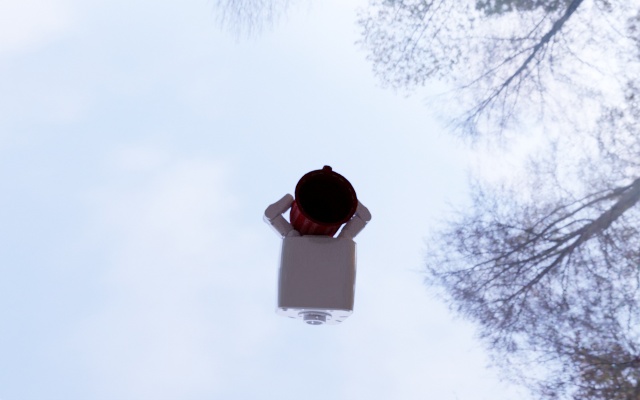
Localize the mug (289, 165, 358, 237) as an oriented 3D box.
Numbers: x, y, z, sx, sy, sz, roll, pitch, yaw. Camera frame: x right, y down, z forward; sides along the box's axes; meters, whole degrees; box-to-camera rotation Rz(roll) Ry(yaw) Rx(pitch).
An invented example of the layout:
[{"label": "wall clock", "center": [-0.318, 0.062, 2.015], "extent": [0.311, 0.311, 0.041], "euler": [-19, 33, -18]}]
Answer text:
[{"label": "mug", "center": [0.000, 0.001, 0.715], "extent": [0.093, 0.117, 0.081], "euler": [10, -29, -10]}]
